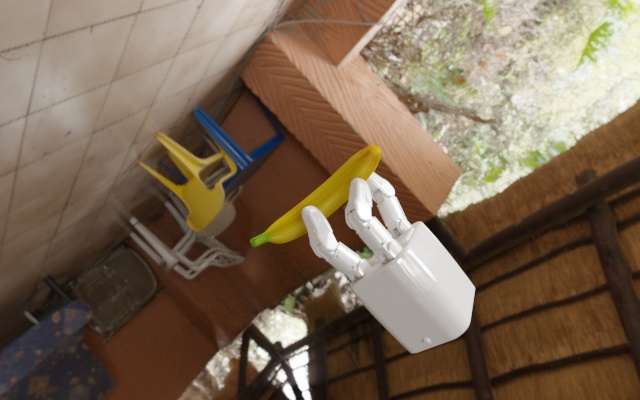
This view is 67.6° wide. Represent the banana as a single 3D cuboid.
[{"bbox_3d":[0.003,0.001,0.579,0.198,0.037,0.069,-39,-3,20],"label":"banana"}]
